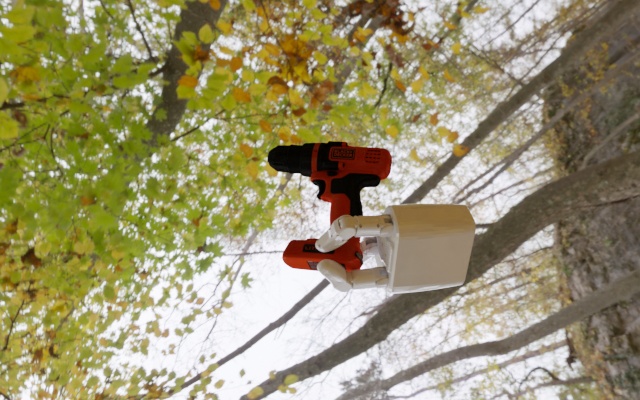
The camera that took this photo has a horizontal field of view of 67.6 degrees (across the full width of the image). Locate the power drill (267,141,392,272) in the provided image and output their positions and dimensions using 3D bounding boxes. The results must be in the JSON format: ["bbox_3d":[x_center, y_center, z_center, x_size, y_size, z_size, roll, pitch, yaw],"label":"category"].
[{"bbox_3d":[0.000,0.003,0.666,0.184,0.187,0.057,3,-24,15],"label":"power drill"}]
